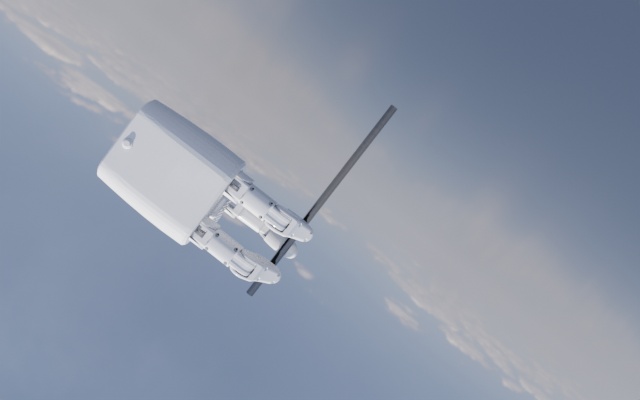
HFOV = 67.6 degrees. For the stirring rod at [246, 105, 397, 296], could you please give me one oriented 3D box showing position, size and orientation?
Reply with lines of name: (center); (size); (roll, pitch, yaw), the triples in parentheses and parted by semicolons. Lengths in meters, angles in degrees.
stirring rod: (0.000, 0.001, 0.485); (0.011, 0.239, 0.011); (38, 4, -3)
